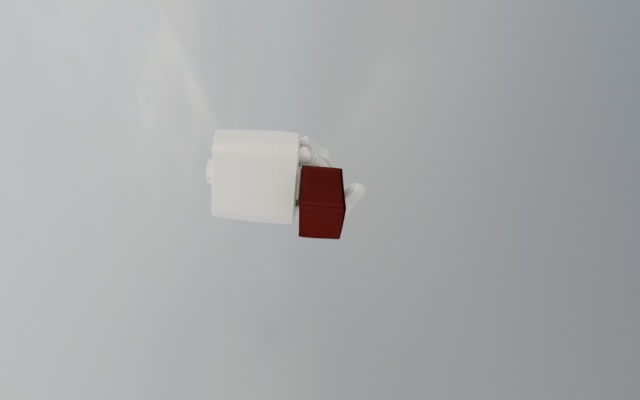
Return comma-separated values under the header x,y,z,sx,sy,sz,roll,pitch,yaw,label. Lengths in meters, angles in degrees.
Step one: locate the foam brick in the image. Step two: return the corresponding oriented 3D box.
x,y,z,sx,sy,sz,roll,pitch,yaw,label
0.000,0.002,0.576,0.051,0.053,0.078,4,39,-5,foam brick
